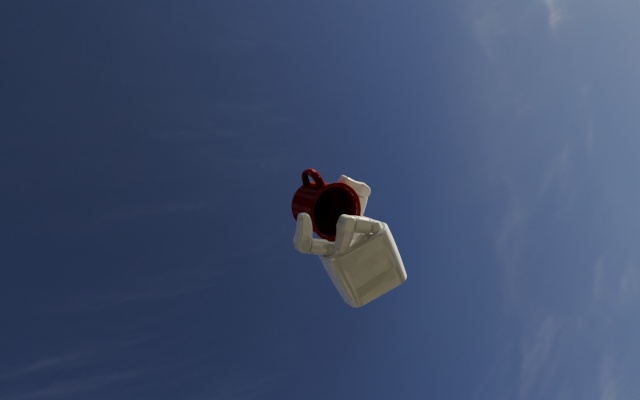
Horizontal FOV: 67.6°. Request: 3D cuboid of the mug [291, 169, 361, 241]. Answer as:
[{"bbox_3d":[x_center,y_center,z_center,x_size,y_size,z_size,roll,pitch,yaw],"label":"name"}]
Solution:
[{"bbox_3d":[-0.001,0.001,0.769,0.093,0.117,0.081,-34,23,-21],"label":"mug"}]
